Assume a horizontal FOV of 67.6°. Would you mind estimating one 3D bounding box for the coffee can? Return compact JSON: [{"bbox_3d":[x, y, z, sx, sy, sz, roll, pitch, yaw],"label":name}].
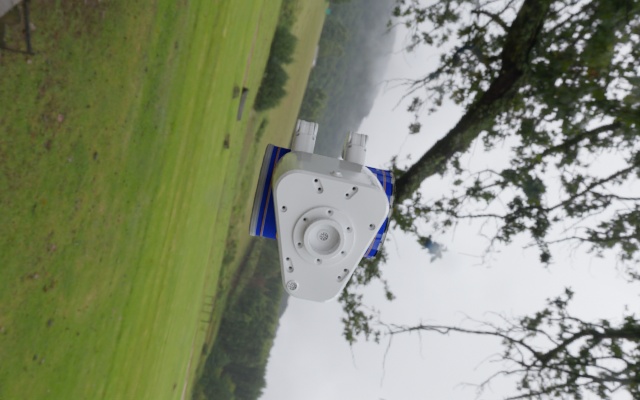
[{"bbox_3d":[0.000,0.002,0.530,0.140,0.103,0.103,12,-1,-5],"label":"coffee can"}]
